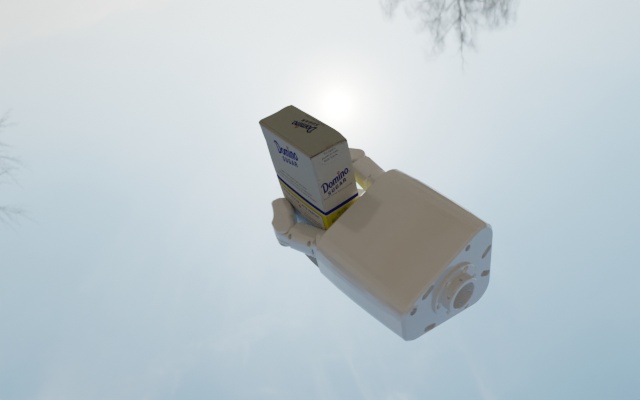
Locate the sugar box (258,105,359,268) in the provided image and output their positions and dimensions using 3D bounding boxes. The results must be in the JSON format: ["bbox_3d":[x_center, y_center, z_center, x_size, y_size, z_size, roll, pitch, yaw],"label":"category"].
[{"bbox_3d":[0.001,0.001,0.473,0.048,0.176,0.093,-30,42,-21],"label":"sugar box"}]
